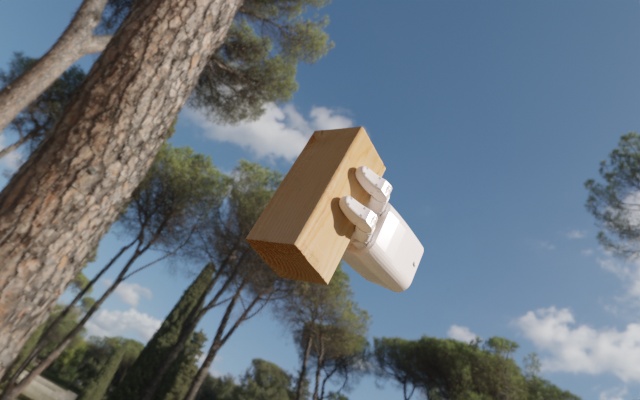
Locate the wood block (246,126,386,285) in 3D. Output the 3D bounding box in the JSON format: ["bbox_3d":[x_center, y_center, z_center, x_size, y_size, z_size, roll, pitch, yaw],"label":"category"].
[{"bbox_3d":[0.000,0.002,0.663,0.091,0.206,0.090,1,-41,40],"label":"wood block"}]
